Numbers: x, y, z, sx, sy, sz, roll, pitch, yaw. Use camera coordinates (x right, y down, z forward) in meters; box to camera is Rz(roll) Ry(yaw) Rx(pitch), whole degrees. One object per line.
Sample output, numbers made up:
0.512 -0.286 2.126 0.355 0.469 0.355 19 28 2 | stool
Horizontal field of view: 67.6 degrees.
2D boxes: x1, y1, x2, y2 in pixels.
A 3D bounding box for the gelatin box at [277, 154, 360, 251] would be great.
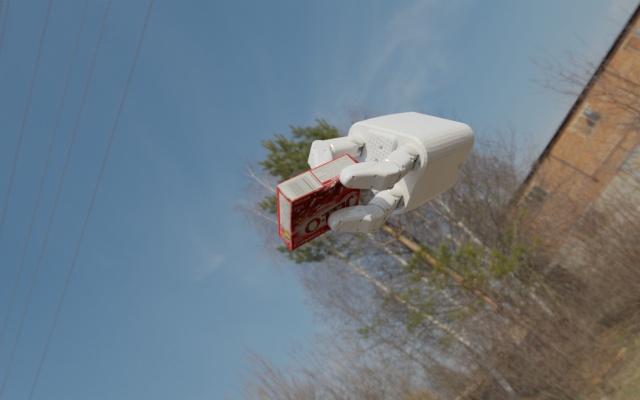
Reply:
0.000 0.001 0.485 0.089 0.073 0.030 -26 53 -26 | gelatin box
